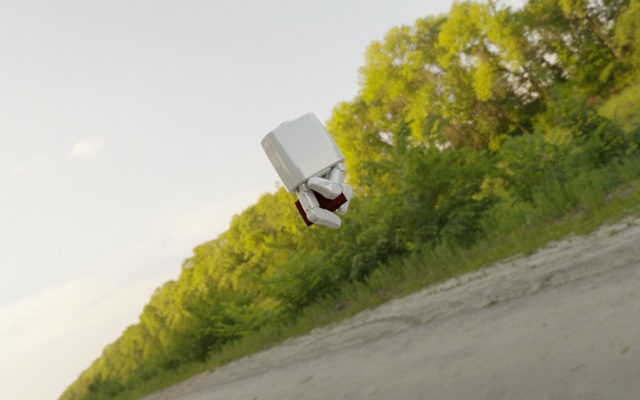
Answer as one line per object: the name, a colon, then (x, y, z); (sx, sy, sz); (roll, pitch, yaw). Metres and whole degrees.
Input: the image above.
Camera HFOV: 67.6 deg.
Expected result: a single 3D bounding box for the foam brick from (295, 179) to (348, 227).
foam brick: (0.000, 0.003, 0.860); (0.053, 0.051, 0.078); (-26, -9, -39)
